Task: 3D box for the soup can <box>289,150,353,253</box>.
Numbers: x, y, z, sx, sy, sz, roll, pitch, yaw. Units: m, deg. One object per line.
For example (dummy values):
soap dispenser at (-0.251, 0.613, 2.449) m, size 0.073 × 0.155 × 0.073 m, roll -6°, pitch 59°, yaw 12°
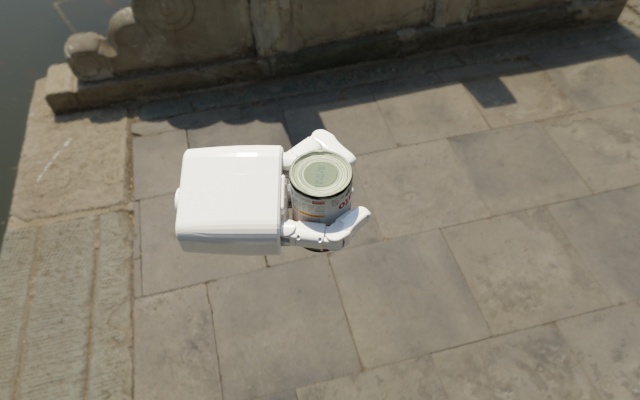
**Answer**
soup can at (0.001, 0.002, 0.526) m, size 0.068 × 0.068 × 0.102 m, roll 0°, pitch -38°, yaw 0°
